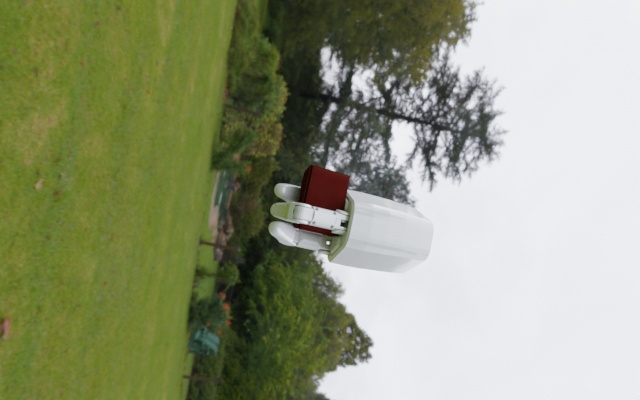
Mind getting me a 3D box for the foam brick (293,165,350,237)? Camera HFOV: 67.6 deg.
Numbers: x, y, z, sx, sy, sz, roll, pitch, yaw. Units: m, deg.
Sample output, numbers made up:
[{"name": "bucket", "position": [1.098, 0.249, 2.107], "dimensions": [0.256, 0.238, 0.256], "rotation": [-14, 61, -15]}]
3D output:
[{"name": "foam brick", "position": [0.000, 0.002, 0.596], "dimensions": [0.051, 0.078, 0.053], "rotation": [12, -6, -9]}]
